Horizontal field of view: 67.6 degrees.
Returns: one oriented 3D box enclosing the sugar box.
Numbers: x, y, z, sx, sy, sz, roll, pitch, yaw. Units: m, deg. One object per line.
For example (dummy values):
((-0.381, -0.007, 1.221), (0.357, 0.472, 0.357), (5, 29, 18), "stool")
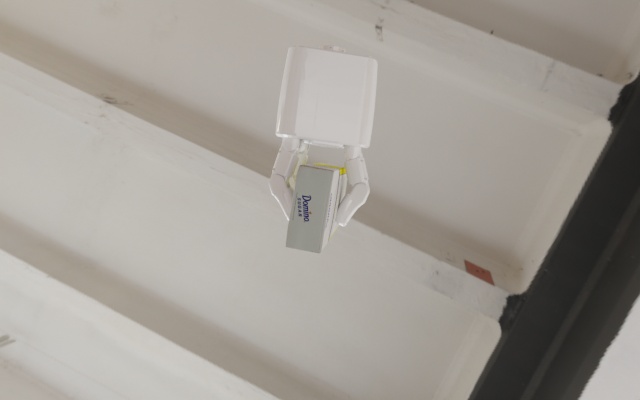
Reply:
((0.000, 0.002, 0.587), (0.048, 0.093, 0.176), (10, 6, 9), "sugar box")
